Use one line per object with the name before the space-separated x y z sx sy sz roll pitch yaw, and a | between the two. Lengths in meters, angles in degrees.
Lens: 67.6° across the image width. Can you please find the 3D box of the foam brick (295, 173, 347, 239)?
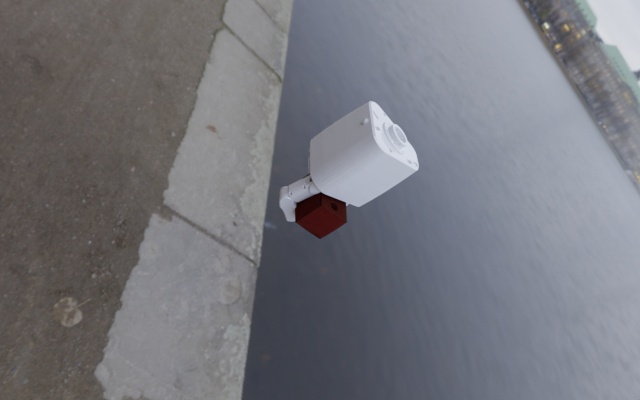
foam brick | 0.000 0.003 0.670 0.051 0.078 0.053 -31 -49 30
